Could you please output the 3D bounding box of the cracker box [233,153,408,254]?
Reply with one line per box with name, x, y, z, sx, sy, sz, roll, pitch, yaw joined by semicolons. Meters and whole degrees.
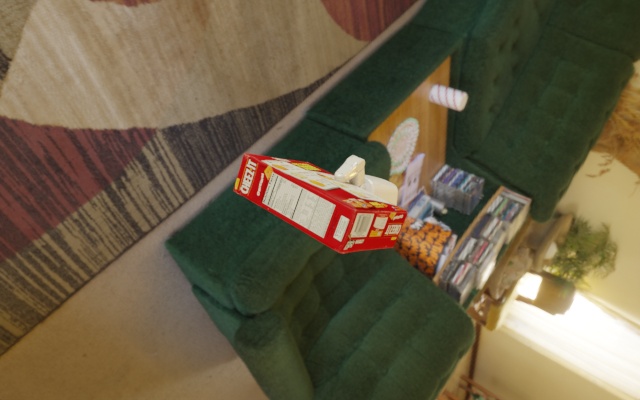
cracker box;0.000;0.002;0.727;0.213;0.072;0.164;27;13;32
